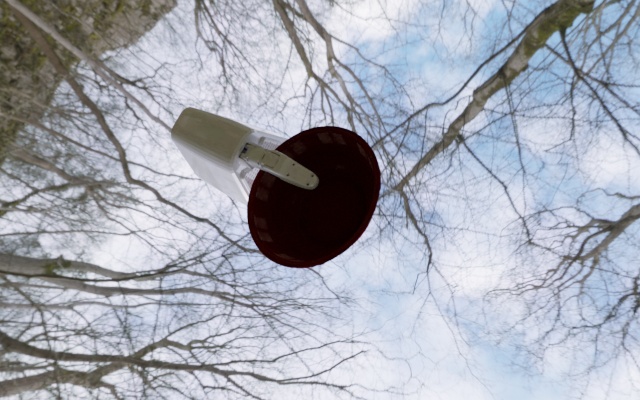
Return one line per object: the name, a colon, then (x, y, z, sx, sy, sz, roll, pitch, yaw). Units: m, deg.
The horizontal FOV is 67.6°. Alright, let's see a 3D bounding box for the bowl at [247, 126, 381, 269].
bowl: (0.001, 0.003, 0.522, 0.162, 0.162, 0.055, 0, -21, 31)
